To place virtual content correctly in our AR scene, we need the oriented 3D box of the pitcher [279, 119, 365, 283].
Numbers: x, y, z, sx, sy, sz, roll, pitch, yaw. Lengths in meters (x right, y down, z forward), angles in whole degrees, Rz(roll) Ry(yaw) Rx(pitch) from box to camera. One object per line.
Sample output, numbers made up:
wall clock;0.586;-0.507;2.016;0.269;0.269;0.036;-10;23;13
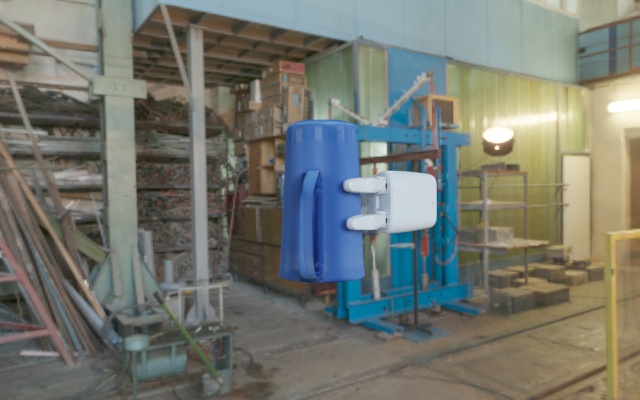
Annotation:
pitcher;0.000;0.002;0.730;0.145;0.243;0.149;-1;1;-31
